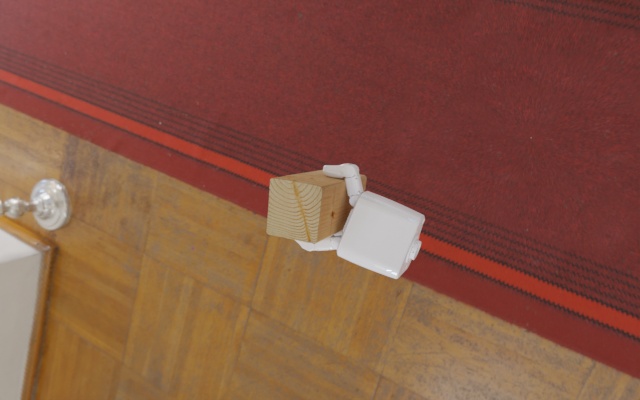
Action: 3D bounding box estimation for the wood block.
[{"bbox_3d":[0.000,0.002,0.813,0.090,0.091,0.206,10,11,22],"label":"wood block"}]
